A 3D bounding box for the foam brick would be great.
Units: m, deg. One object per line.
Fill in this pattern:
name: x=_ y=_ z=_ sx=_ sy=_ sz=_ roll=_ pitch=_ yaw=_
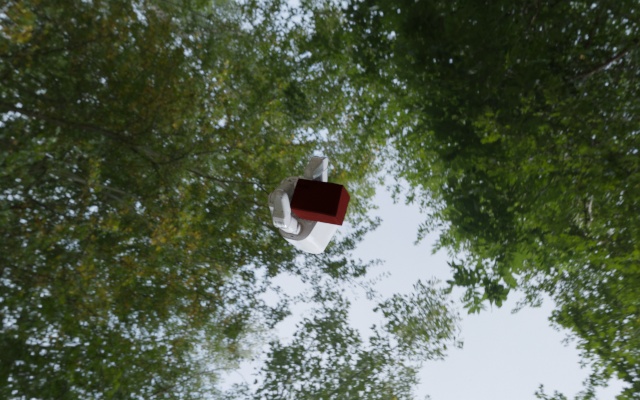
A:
foam brick: x=0.000 y=0.003 z=0.744 sx=0.078 sy=0.053 sz=0.051 roll=10 pitch=-18 yaw=21
